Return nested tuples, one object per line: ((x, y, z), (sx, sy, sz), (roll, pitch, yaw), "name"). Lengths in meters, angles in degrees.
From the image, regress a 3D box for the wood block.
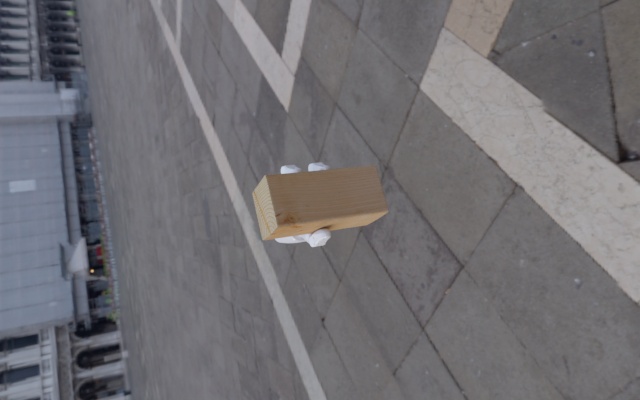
((0.000, 0.003, 0.826), (0.206, 0.090, 0.090), (-7, -16, -25), "wood block")
